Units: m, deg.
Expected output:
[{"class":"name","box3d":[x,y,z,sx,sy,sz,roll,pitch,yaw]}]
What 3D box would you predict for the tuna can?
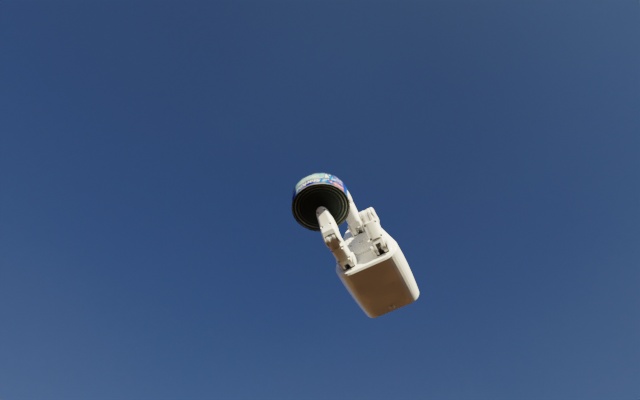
[{"class":"tuna can","box3d":[0.000,0.002,0.709,0.086,0.086,0.033,0,34,-3]}]
